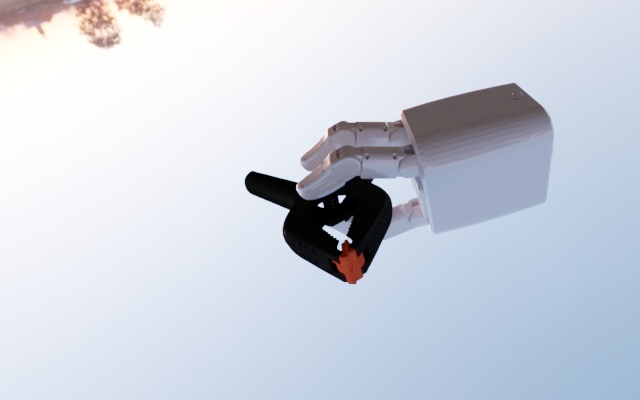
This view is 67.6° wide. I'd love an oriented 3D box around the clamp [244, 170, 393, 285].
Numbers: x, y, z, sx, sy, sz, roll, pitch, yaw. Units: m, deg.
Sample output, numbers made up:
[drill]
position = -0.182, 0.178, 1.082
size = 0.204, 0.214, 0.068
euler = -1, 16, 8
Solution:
[clamp]
position = 0.001, 0.002, 0.431
size = 0.164, 0.036, 0.209
euler = -16, 30, 9
